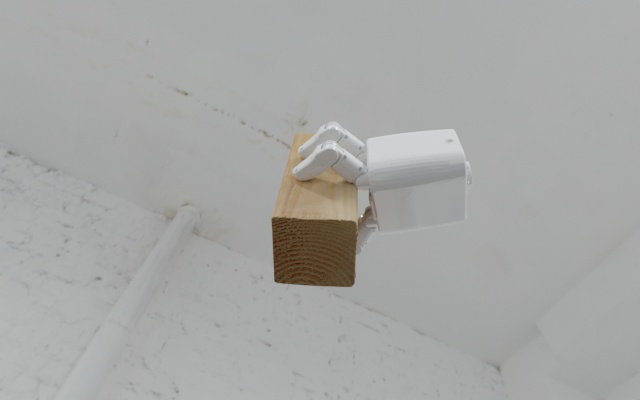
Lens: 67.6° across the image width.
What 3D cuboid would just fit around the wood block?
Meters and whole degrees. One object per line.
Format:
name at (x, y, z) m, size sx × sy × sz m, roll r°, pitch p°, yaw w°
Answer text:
wood block at (0.001, 0.002, 0.585) m, size 0.090 × 0.091 × 0.206 m, roll 2°, pitch 32°, yaw 4°
